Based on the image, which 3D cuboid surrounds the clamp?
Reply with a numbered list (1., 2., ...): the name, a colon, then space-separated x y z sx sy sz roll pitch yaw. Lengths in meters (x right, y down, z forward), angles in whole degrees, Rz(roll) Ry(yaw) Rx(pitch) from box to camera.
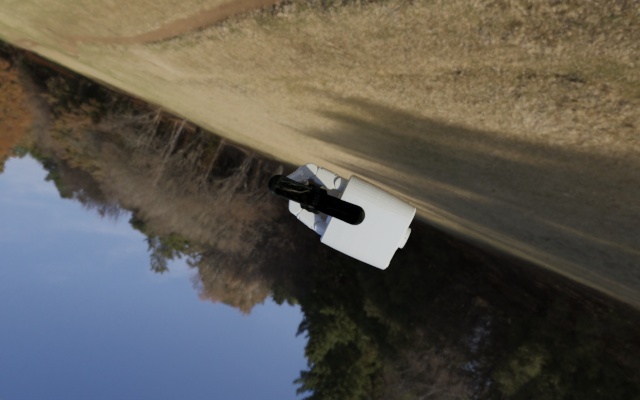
1. clamp: 0.000 0.003 0.630 0.120 0.039 0.171 27 2 4
